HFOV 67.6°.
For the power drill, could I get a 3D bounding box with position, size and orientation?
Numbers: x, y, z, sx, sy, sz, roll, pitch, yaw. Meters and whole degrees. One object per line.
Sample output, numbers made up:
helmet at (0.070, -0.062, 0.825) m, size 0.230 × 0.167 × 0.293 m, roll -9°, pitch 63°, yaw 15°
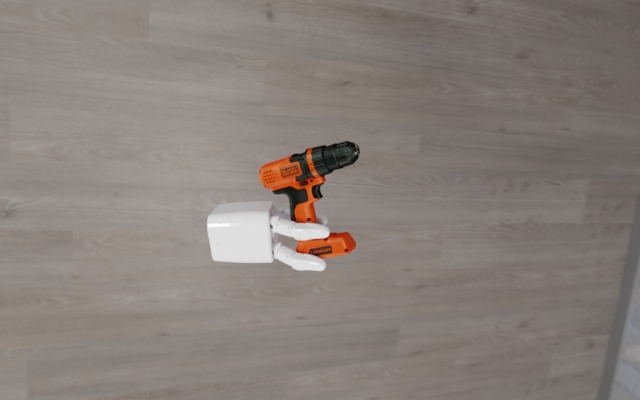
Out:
power drill at (0.000, 0.003, 0.819) m, size 0.184 × 0.187 × 0.057 m, roll -14°, pitch 7°, yaw 24°
